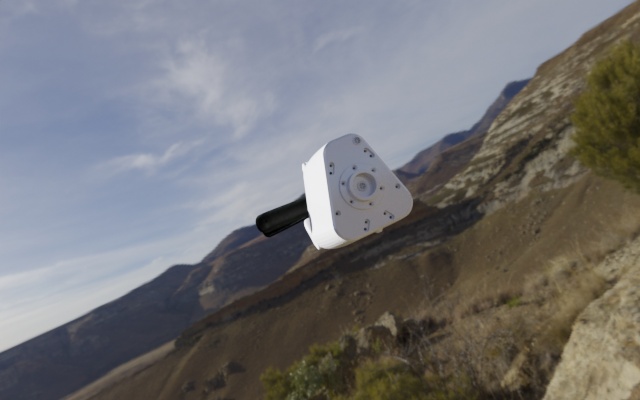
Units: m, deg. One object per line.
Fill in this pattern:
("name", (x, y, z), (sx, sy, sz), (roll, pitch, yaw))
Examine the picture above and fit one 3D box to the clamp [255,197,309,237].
("clamp", (0.000, 0.001, 0.691), (0.210, 0.036, 0.164), (-24, -3, -13))
